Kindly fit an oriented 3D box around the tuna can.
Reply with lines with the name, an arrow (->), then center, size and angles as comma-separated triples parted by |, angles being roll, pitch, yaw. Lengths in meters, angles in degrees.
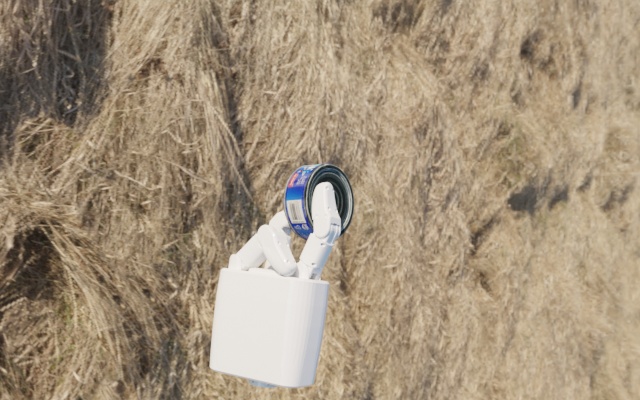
tuna can -> 0.001, 0.002, 0.534 | 0.034, 0.086, 0.086 | -4, -3, 41
